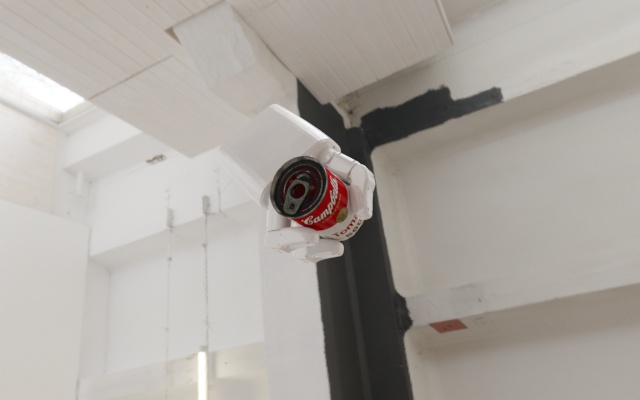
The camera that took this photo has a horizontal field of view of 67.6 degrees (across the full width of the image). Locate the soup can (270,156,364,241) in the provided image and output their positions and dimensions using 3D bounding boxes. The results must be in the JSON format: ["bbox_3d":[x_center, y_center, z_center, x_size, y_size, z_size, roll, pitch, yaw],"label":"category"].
[{"bbox_3d":[0.001,0.002,0.526,0.068,0.068,0.102,0,-19,30],"label":"soup can"}]
